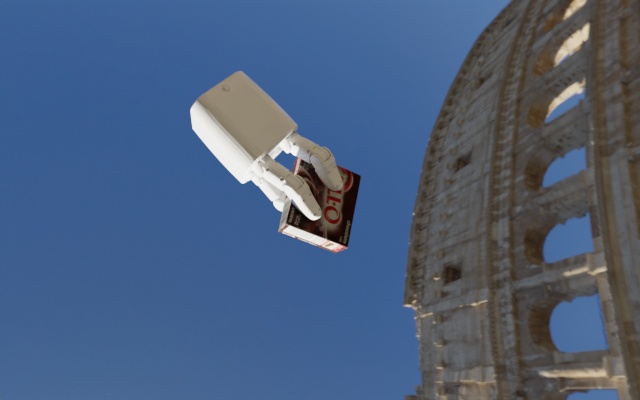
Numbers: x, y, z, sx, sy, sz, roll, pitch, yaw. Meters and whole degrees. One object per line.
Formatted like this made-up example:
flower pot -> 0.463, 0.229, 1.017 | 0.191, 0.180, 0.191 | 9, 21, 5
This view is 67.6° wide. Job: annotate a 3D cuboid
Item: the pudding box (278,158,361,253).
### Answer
pudding box -> 0.000, 0.002, 0.633 | 0.090, 0.113, 0.039 | 22, -26, -18
